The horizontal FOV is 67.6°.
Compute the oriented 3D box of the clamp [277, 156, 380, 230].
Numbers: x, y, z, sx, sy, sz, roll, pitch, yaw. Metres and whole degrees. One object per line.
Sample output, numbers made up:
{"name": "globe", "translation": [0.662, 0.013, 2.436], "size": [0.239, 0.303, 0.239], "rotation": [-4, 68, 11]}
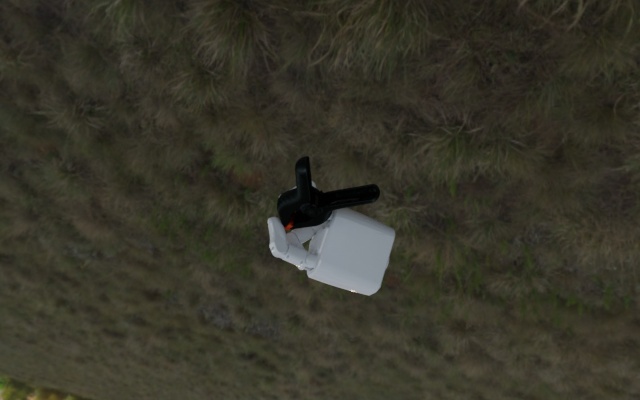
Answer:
{"name": "clamp", "translation": [0.000, 0.003, 0.662], "size": [0.120, 0.039, 0.171], "rotation": [22, -30, -12]}
